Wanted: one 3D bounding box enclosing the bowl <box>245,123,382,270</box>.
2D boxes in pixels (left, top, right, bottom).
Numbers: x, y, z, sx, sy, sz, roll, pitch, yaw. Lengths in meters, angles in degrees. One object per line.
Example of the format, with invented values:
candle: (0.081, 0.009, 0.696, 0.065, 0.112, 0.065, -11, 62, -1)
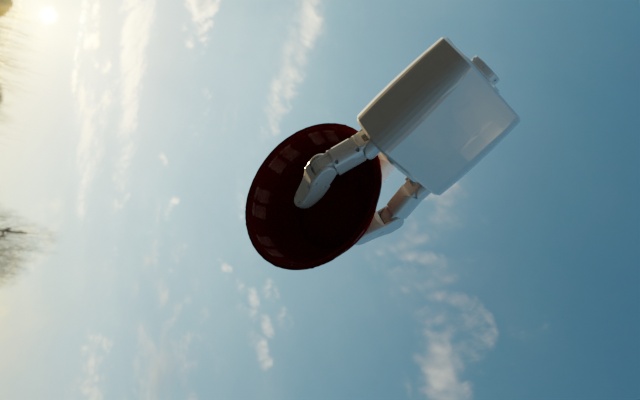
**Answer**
bowl: (-0.001, 0.002, 0.504, 0.162, 0.162, 0.055, 0, -22, 33)
